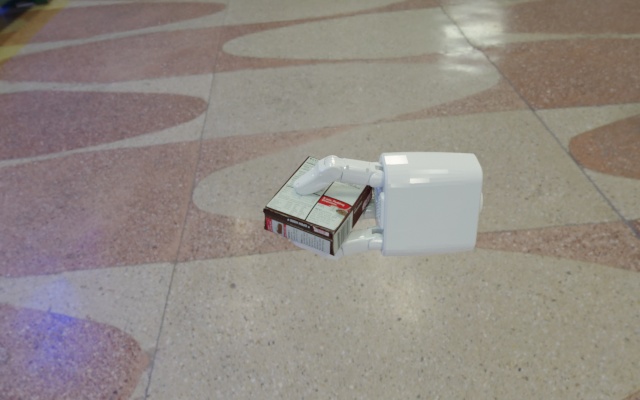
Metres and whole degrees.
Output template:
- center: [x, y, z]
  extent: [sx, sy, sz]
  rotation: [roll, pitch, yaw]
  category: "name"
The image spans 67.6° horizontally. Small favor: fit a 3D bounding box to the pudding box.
- center: [0.000, 0.002, 0.551]
  extent: [0.090, 0.039, 0.113]
  rotation: [18, 42, 20]
  category: "pudding box"
